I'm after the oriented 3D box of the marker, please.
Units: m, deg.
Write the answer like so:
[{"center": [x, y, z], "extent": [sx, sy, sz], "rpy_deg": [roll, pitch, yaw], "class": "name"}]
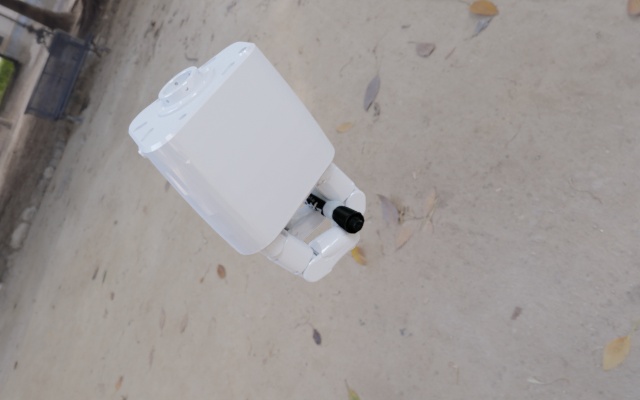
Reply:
[{"center": [0.000, 0.001, 0.421], "extent": [0.020, 0.020, 0.121], "rpy_deg": [0, 18, -31], "class": "marker"}]
